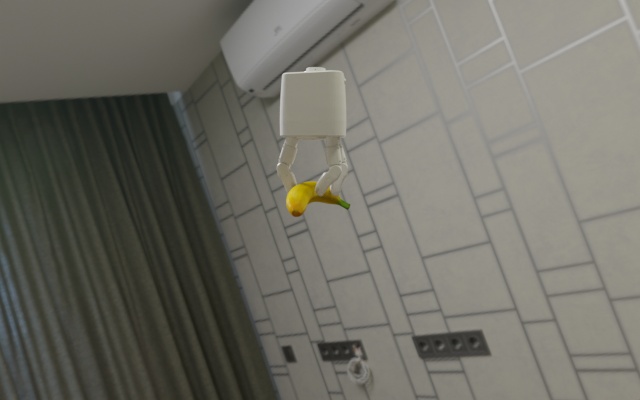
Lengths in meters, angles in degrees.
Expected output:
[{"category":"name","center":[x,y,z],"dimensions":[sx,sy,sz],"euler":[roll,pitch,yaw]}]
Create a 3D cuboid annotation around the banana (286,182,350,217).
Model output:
[{"category":"banana","center":[-0.013,-0.006,0.814],"dimensions":[0.069,0.037,0.198],"euler":[29,17,24]}]
